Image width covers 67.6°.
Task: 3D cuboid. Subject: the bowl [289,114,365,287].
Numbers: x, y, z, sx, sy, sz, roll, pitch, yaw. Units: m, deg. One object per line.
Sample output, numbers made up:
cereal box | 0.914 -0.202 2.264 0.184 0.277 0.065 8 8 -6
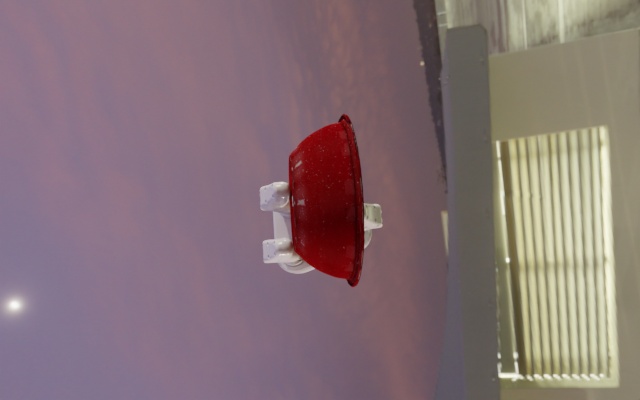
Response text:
bowl | 0.000 0.001 0.447 0.055 0.162 0.162 -3 0 -6
